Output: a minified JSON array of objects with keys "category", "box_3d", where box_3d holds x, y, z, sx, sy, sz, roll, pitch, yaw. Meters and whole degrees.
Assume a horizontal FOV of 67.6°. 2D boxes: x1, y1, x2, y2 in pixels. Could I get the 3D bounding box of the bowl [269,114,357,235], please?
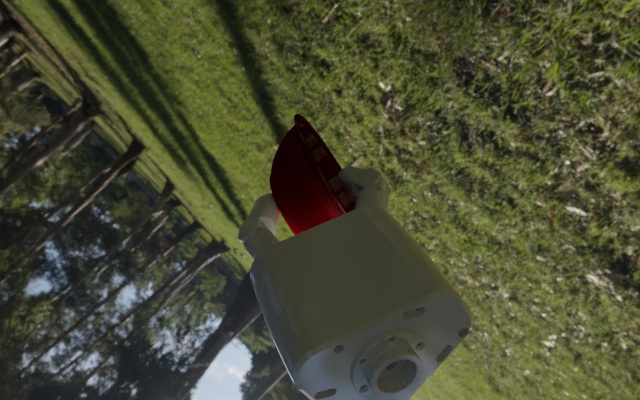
[{"category":"bowl","box_3d":[0.000,0.001,0.449,0.055,0.162,0.162,-31,-6,10]}]
